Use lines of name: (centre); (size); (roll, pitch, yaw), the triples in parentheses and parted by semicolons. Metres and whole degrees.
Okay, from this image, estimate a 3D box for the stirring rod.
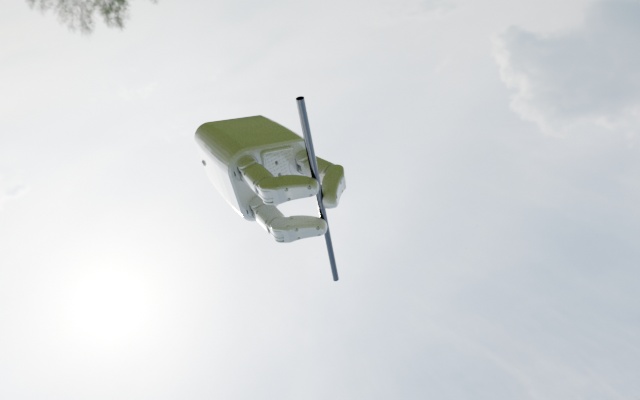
stirring rod: (0.000, 0.002, 0.500); (0.011, 0.240, 0.011); (-7, 38, 5)
